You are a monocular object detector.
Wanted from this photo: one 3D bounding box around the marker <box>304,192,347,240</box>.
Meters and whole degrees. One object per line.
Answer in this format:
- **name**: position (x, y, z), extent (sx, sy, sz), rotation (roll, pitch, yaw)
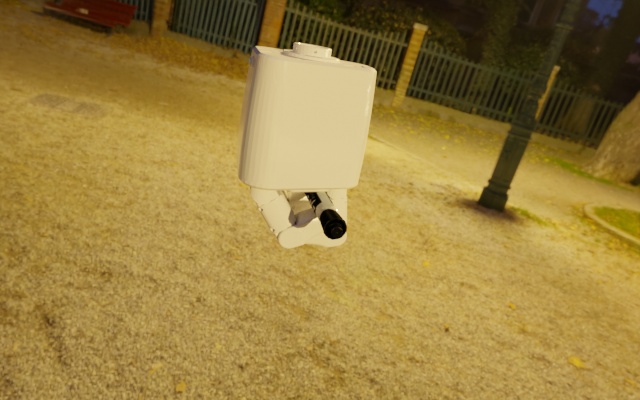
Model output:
- **marker**: position (0.000, 0.001, 0.416), extent (0.020, 0.020, 0.121), rotation (0, 22, -13)
